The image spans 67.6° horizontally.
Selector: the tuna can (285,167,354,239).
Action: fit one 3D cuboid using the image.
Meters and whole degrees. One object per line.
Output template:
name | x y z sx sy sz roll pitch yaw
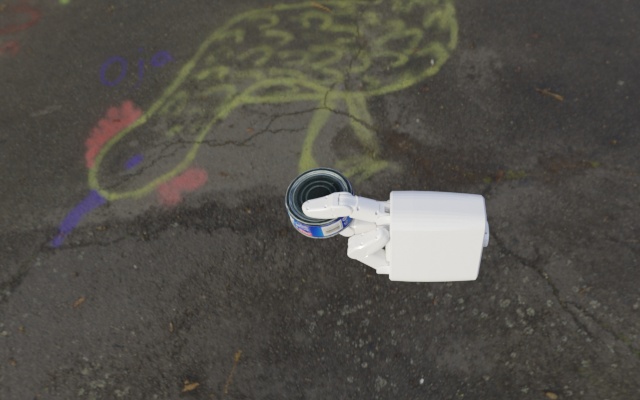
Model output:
tuna can | 0.000 0.002 0.592 0.086 0.086 0.034 0 -31 11
